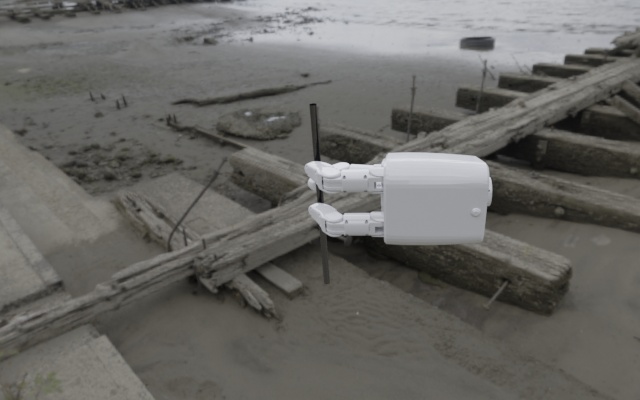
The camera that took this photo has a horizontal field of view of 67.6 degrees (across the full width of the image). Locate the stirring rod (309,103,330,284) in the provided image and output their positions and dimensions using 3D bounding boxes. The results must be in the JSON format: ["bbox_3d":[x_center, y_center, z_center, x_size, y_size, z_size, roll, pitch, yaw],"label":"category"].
[{"bbox_3d":[0.000,0.002,0.575,0.011,0.240,0.011,-4,28,2],"label":"stirring rod"}]
